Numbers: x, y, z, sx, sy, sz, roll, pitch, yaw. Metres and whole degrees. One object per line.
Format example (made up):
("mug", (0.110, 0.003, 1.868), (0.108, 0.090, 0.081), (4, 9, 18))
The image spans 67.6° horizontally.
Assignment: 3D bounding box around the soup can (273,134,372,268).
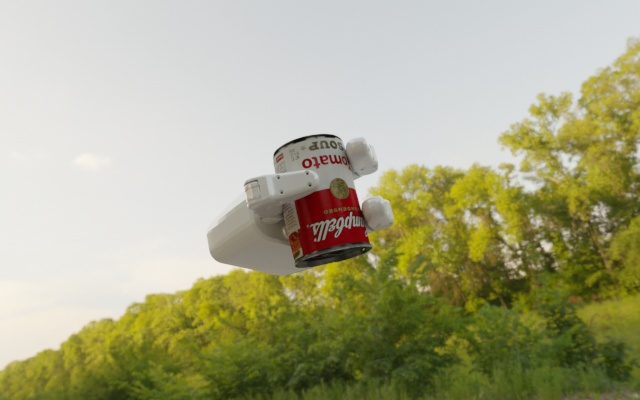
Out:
("soup can", (0.000, 0.001, 0.420), (0.068, 0.102, 0.068), (-12, -15, -3))
